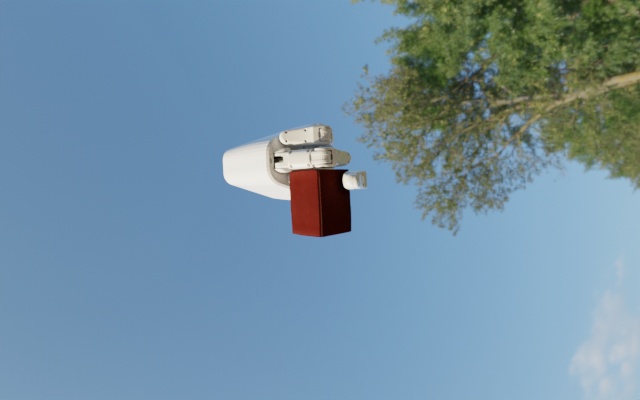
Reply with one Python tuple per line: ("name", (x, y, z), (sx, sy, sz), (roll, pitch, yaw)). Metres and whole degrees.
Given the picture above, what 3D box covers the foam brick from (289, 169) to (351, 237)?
("foam brick", (0.000, 0.002, 0.568), (0.053, 0.078, 0.051), (-4, 2, -45))
